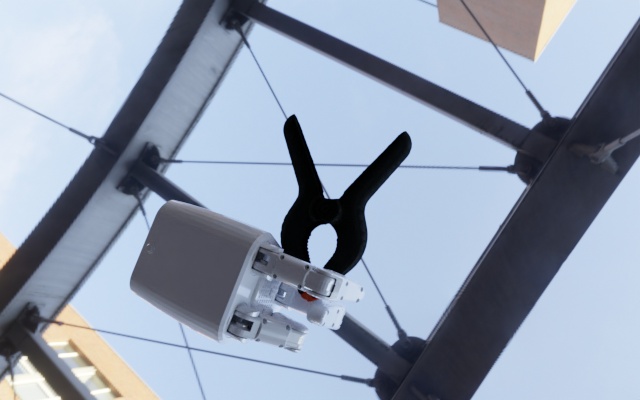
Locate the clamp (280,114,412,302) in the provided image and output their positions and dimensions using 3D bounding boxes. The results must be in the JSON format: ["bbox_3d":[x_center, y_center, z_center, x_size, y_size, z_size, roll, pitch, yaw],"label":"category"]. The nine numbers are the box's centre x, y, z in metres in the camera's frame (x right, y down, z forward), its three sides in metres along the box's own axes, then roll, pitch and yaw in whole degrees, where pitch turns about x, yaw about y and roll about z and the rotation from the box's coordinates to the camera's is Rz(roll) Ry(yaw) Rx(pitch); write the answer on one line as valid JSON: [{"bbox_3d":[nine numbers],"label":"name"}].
[{"bbox_3d":[0.000,0.002,0.435,0.120,0.171,0.039,20,-7,21],"label":"clamp"}]
